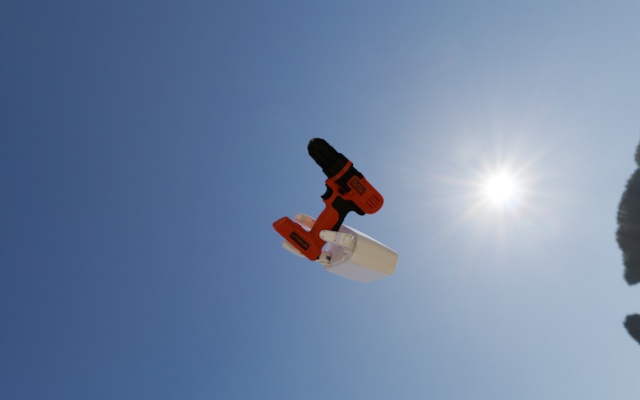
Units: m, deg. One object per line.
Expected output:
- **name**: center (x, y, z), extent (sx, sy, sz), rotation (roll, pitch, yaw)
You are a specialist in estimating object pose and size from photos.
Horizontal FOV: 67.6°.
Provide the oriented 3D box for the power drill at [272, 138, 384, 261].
- **power drill**: center (0.000, 0.003, 0.883), extent (0.184, 0.187, 0.057), rotation (43, -1, -12)
